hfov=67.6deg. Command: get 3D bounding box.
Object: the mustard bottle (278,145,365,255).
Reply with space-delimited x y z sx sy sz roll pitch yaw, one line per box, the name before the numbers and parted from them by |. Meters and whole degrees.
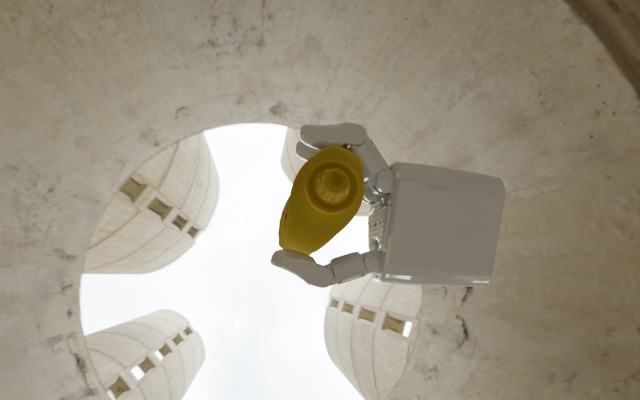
mustard bottle | 0.000 0.001 0.434 0.058 0.096 0.191 29 -11 -3
